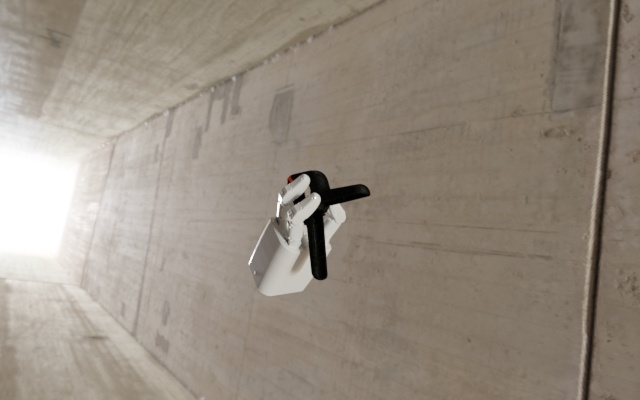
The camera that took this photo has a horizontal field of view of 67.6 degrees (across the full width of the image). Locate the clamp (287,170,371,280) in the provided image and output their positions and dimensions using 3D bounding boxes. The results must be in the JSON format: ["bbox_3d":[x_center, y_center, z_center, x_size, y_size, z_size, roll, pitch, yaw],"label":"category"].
[{"bbox_3d":[0.000,0.003,0.777,0.036,0.165,0.209,16,27,-33],"label":"clamp"}]
